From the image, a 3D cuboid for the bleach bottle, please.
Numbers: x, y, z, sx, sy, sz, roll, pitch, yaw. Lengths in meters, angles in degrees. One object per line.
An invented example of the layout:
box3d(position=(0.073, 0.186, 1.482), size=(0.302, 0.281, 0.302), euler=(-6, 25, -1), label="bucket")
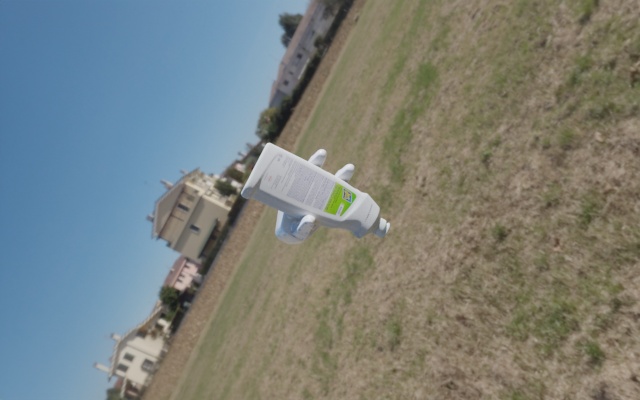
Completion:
box3d(position=(0.000, 0.003, 0.811), size=(0.251, 0.102, 0.068), euler=(27, -16, -9), label="bleach bottle")
